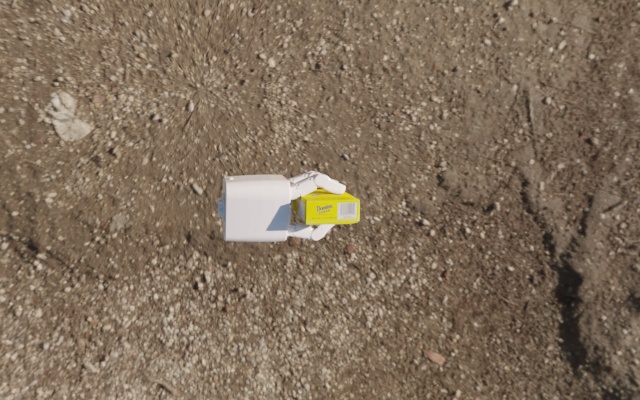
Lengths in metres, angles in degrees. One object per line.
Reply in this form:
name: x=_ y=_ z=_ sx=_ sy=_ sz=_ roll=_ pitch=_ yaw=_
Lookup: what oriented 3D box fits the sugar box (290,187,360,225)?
sugar box: x=0.000 y=0.002 z=0.854 sx=0.093 sy=0.048 sz=0.176 roll=-1 pitch=13 yaw=-14
